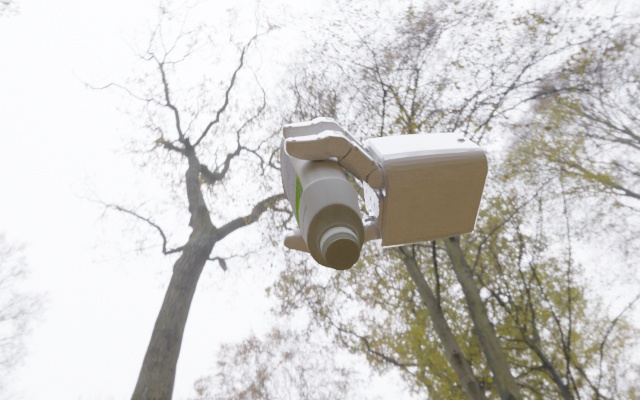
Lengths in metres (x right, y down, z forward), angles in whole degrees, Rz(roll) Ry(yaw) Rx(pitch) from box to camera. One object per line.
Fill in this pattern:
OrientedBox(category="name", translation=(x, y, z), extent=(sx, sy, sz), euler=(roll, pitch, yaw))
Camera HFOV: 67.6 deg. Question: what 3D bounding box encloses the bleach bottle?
OrientedBox(category="bleach bottle", translation=(0.000, 0.001, 0.486), extent=(0.068, 0.103, 0.250), euler=(-7, 24, -6))
